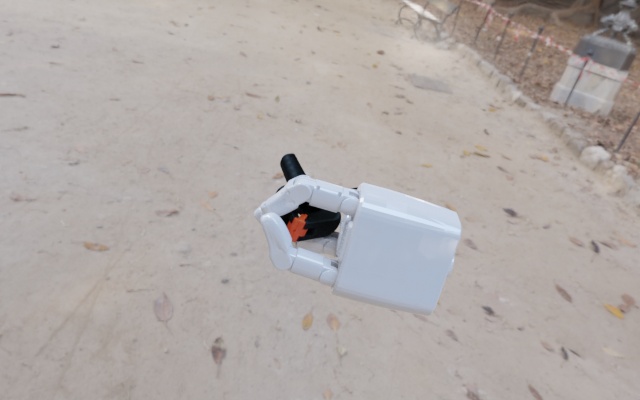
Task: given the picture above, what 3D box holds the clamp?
[{"bbox_3d":[0.000,0.001,0.559,0.120,0.039,0.171,17,29,-5],"label":"clamp"}]
